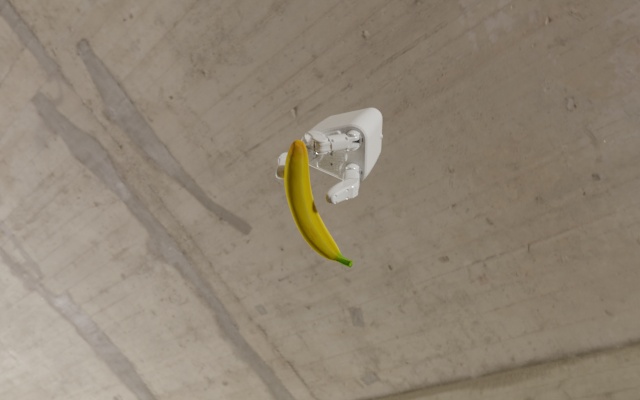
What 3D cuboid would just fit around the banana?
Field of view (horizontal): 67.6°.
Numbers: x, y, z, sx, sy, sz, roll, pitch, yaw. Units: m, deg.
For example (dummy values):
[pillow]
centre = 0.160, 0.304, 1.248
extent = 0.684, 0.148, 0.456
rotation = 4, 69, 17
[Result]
[banana]
centre = -0.014, 0.009, 0.685
extent = 0.069, 0.198, 0.037
rotation = -14, 19, 32
